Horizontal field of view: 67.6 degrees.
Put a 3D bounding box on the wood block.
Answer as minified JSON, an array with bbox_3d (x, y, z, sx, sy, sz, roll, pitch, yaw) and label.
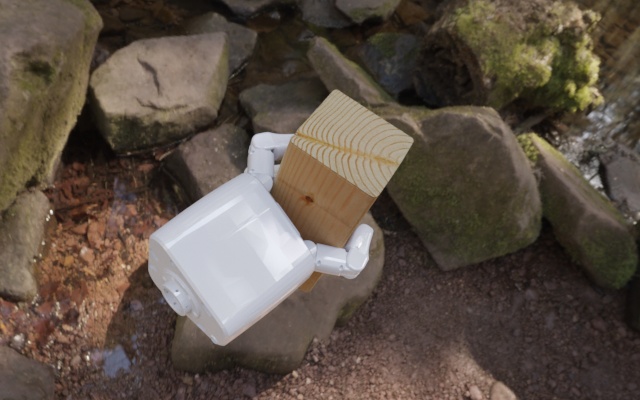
[{"bbox_3d":[0.000,0.002,0.501,0.091,0.090,0.206,34,-37,4],"label":"wood block"}]
